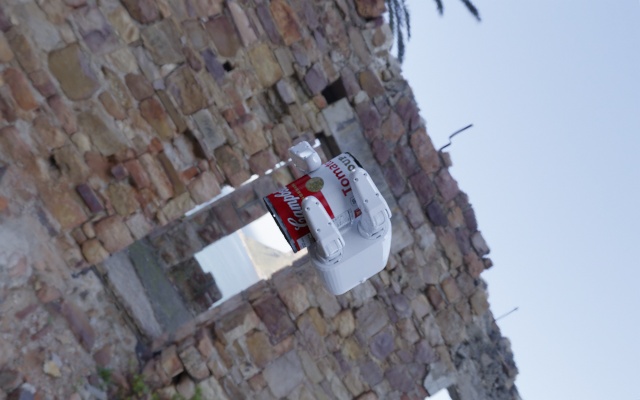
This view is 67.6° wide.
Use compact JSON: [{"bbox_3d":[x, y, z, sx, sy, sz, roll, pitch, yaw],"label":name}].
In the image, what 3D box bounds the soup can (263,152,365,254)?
[{"bbox_3d":[0.000,0.001,0.502,0.102,0.068,0.068,-30,5,-8],"label":"soup can"}]
